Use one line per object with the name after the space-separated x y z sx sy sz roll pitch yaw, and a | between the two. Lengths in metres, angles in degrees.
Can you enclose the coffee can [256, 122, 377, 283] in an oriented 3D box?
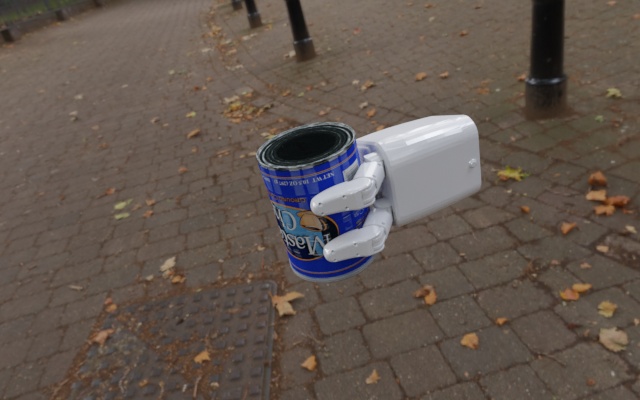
0.000 0.002 0.510 0.103 0.140 0.102 -11 30 6 | coffee can
